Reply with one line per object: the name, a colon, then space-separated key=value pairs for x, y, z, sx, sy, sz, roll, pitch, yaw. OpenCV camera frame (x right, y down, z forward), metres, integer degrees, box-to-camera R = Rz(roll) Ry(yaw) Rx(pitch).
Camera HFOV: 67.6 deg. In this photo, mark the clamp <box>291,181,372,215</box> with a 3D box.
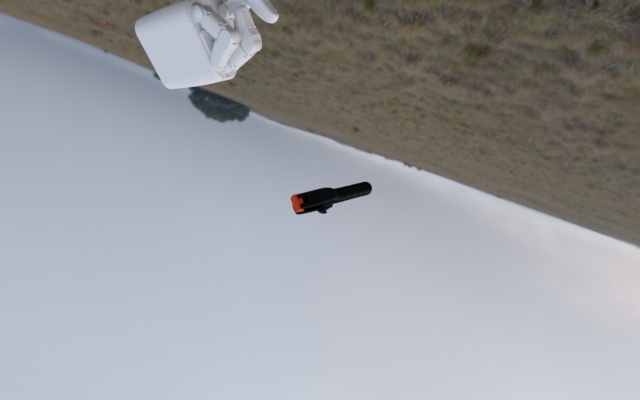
clamp: x=0.000 y=0.003 z=0.833 sx=0.171 sy=0.039 sz=0.120 roll=-6 pitch=-22 yaw=-47
